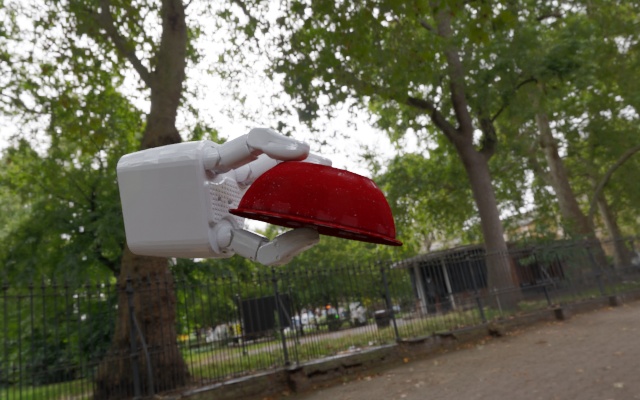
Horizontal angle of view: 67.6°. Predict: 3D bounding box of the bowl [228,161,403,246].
[{"bbox_3d":[0.001,0.001,0.441,0.162,0.055,0.162,11,-6,1],"label":"bowl"}]
